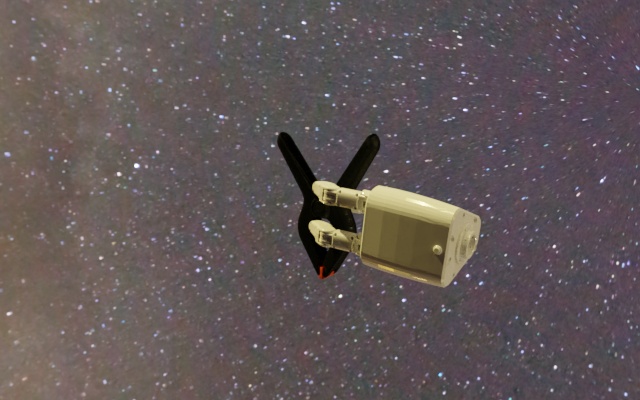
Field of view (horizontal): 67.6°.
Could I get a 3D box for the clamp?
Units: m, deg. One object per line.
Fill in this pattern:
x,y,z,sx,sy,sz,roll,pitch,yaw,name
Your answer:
0.001,0.003,0.662,0.164,0.210,0.036,16,19,36,clamp
